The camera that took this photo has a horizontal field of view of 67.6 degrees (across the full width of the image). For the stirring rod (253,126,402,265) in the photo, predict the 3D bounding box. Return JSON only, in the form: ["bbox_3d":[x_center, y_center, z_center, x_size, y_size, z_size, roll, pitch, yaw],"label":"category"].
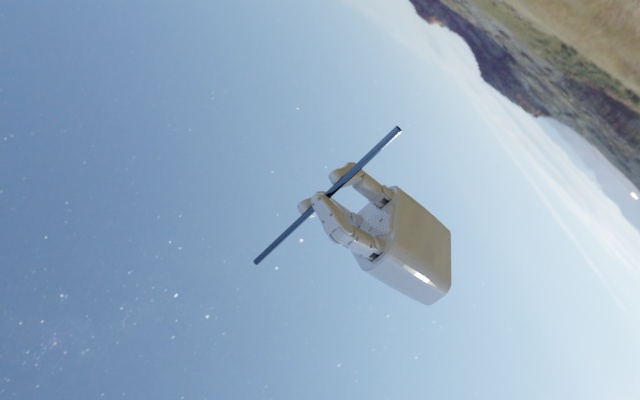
[{"bbox_3d":[0.000,0.002,0.532,0.239,0.011,0.011,-43,-22,26],"label":"stirring rod"}]
